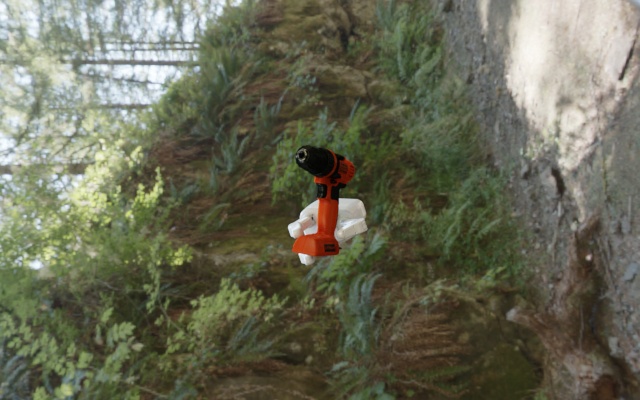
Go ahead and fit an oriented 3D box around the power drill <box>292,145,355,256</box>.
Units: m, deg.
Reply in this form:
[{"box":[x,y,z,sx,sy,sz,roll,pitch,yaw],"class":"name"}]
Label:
[{"box":[0.000,0.003,0.844,0.057,0.187,0.184,10,-1,29],"class":"power drill"}]
